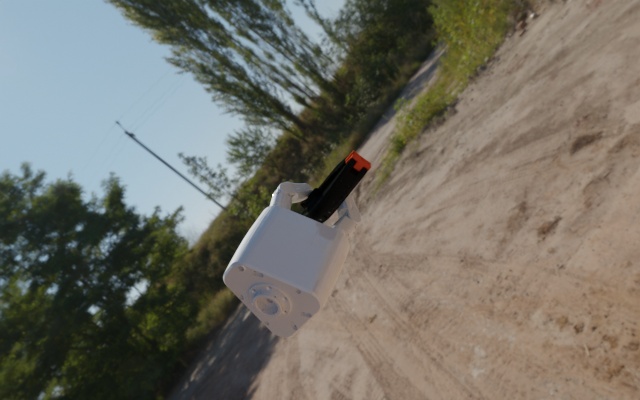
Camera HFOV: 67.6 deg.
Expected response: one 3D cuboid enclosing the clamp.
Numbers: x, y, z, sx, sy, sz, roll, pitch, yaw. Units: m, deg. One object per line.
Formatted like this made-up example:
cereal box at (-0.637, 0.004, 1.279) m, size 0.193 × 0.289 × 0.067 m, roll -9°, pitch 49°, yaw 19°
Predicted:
clamp at (0.000, 0.001, 0.642) m, size 0.036 × 0.210 × 0.164 m, roll 35°, pitch 37°, yaw -8°
